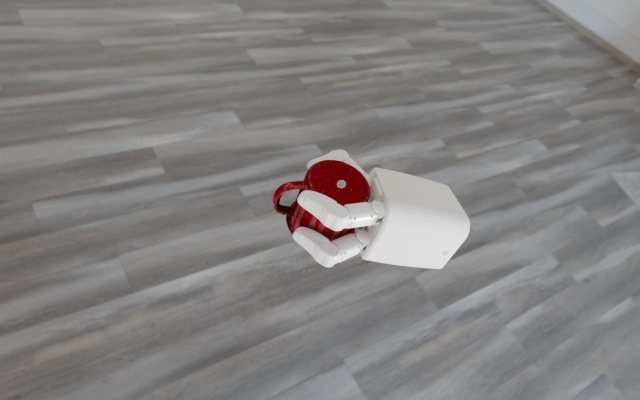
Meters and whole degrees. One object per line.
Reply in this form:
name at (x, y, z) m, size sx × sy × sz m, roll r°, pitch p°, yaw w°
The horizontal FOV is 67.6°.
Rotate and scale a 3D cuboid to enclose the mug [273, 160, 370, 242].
mug at (-0.001, 0.001, 0.589) m, size 0.117 × 0.093 × 0.082 m, roll 11°, pitch -44°, yaw -13°
